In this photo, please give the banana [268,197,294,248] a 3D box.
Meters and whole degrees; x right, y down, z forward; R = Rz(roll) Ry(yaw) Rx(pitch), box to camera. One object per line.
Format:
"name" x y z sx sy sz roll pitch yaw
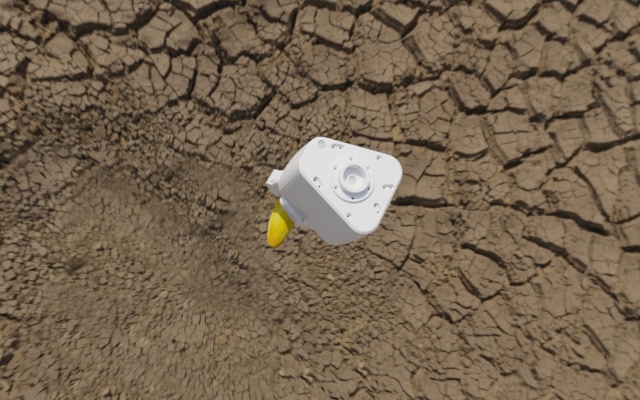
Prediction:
"banana" -0.008 -0.015 0.680 0.197 0.069 0.037 -36 2 -17
